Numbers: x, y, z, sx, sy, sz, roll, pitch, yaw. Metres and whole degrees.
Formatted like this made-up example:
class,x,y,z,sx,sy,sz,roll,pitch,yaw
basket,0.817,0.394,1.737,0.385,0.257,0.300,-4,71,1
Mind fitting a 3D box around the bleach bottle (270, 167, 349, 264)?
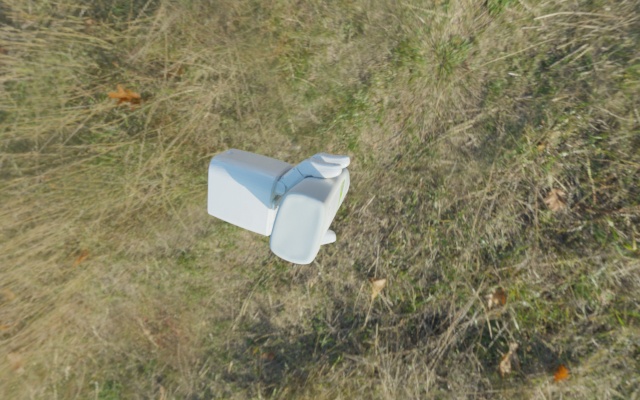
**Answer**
class,x,y,z,sx,sy,sz,roll,pitch,yaw
bleach bottle,0.000,0.002,0.735,0.068,0.102,0.250,19,19,9
